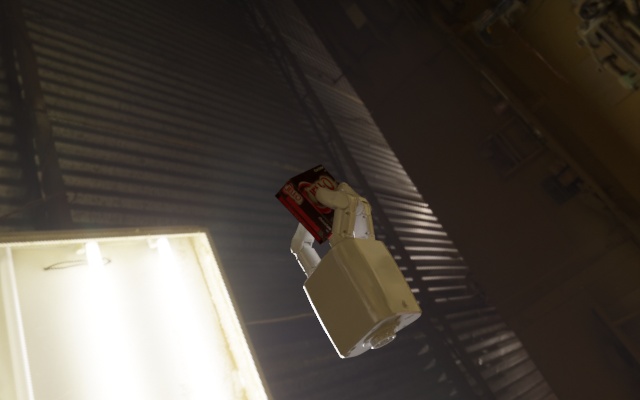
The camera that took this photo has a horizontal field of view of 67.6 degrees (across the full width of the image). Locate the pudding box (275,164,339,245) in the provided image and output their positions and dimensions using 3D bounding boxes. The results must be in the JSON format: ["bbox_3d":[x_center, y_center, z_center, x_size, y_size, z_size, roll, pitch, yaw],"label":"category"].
[{"bbox_3d":[0.000,0.002,0.652,0.039,0.090,0.113,-44,-4,23],"label":"pudding box"}]
